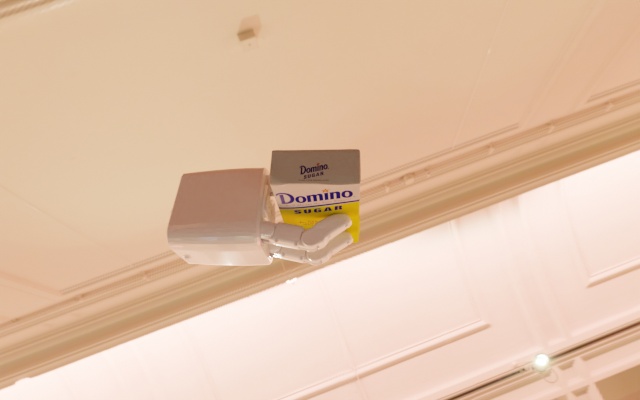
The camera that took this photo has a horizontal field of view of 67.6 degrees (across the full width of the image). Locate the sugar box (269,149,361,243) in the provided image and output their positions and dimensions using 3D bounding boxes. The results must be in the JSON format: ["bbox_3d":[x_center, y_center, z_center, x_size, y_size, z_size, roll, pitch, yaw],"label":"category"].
[{"bbox_3d":[0.000,0.002,0.554,0.093,0.048,0.176,0,-22,5],"label":"sugar box"}]
